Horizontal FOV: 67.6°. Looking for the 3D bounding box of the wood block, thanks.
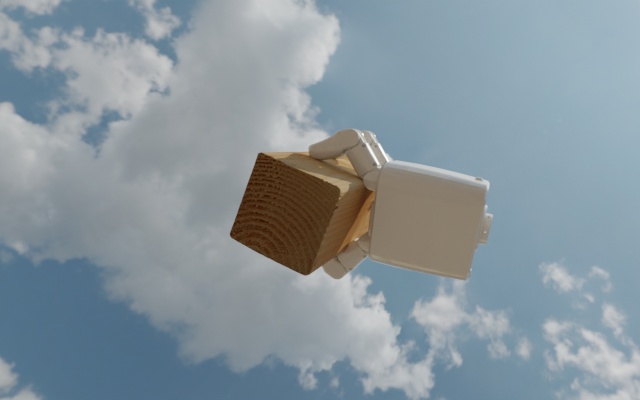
[{"bbox_3d":[0.000,0.002,0.529,0.090,0.091,0.206,25,13,16],"label":"wood block"}]
